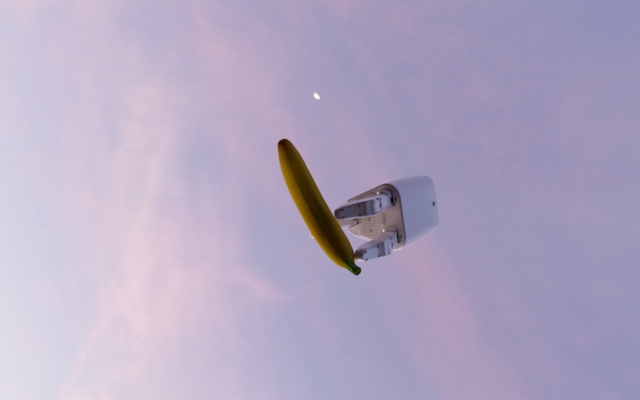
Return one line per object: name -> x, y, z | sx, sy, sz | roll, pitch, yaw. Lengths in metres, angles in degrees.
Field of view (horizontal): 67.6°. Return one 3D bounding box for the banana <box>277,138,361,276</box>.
banana -> -0.003, 0.011, 0.625 | 0.037, 0.198, 0.070 | -28, -9, -24
